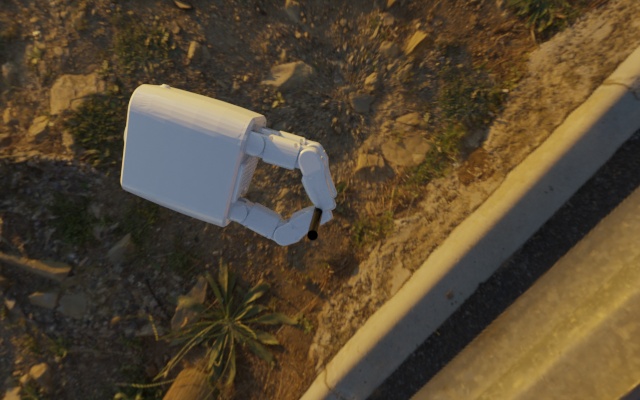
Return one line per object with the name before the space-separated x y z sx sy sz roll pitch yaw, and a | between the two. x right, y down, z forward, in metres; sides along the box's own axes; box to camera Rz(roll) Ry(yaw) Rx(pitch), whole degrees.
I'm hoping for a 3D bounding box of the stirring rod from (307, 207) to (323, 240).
stirring rod | 0.000 0.002 0.470 0.011 0.011 0.239 0 12 3
